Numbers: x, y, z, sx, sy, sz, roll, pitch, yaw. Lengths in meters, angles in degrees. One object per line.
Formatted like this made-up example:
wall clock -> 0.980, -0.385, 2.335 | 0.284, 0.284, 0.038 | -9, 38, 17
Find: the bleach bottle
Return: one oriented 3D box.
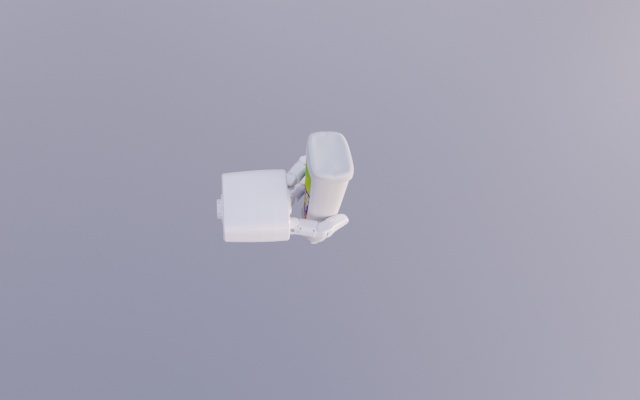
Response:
bleach bottle -> 0.000, 0.003, 0.821 | 0.068, 0.102, 0.251 | -2, -37, -9
